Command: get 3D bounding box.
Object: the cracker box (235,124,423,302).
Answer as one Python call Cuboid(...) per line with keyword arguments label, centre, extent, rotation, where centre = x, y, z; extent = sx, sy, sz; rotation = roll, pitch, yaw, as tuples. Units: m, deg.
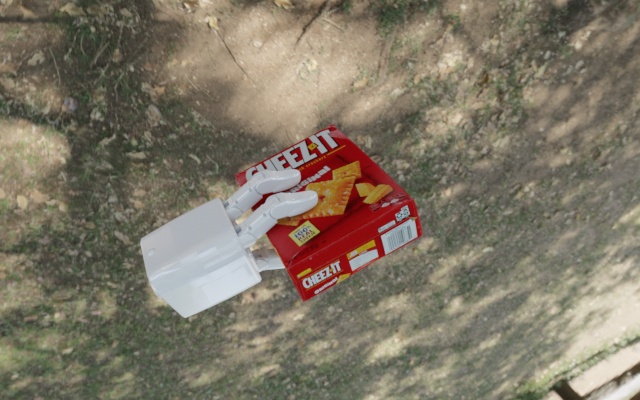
Cuboid(label="cracker box", centre=(0.000, 0.002, 0.610), extent=(0.164, 0.072, 0.213), rotation=(-28, 41, -8))
